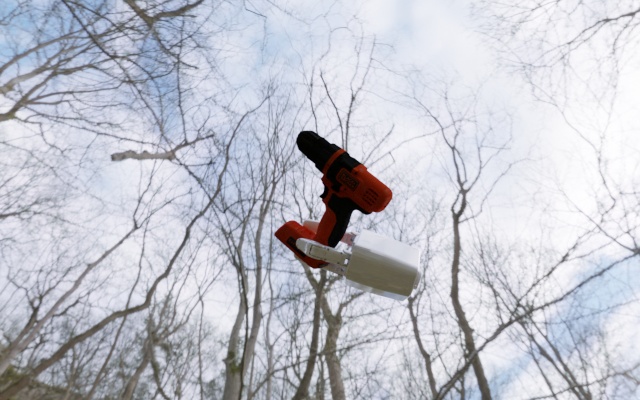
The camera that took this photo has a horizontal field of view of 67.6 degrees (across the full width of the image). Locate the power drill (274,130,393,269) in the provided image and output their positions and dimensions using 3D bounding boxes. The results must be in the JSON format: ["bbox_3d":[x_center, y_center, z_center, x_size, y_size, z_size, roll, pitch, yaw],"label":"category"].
[{"bbox_3d":[0.000,0.003,0.776,0.184,0.188,0.057,40,26,17],"label":"power drill"}]
